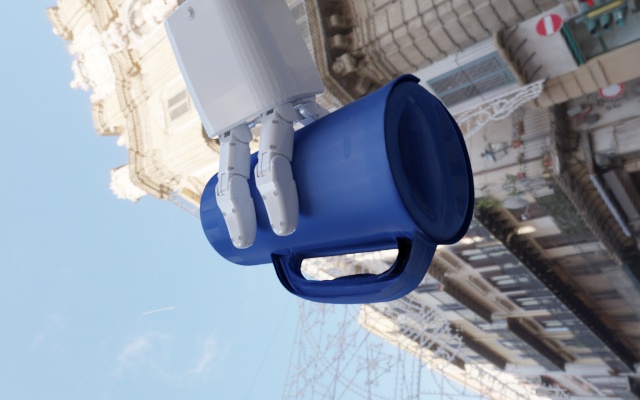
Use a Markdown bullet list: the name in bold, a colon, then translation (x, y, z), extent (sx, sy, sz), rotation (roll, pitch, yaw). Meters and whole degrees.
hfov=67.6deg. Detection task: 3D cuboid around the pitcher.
- **pitcher**: translation (0.000, 0.001, 0.427), extent (0.243, 0.145, 0.149), rotation (-16, 12, 40)
